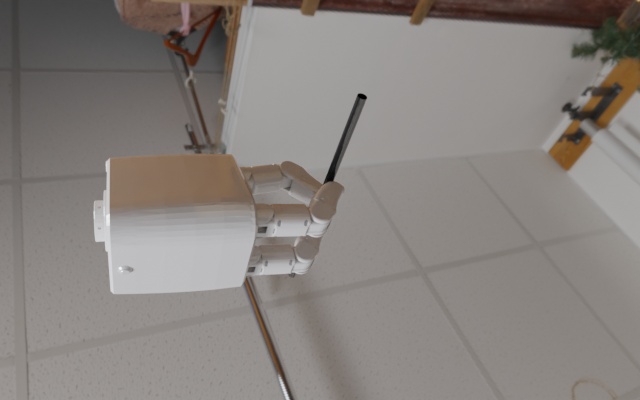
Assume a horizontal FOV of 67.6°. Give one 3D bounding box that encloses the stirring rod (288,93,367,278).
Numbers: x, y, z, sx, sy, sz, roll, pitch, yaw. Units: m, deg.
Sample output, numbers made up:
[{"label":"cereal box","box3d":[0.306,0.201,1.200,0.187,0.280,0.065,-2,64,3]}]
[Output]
[{"label":"stirring rod","box3d":[0.000,0.001,0.448,0.011,0.011,0.240,0,-42,-21]}]
